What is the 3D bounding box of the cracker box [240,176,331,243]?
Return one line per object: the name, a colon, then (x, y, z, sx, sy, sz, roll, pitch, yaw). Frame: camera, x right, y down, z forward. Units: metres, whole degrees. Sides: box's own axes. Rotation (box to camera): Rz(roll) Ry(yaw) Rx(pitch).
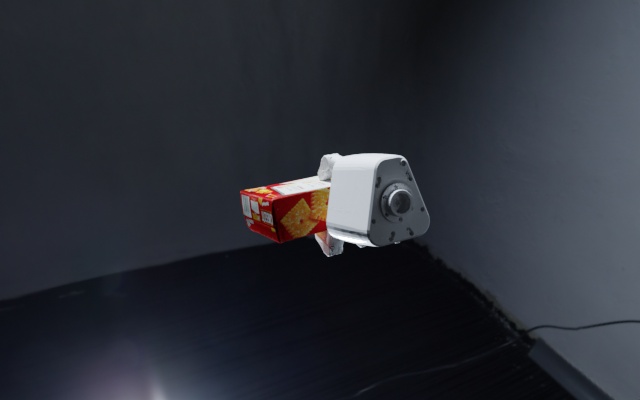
cracker box: (0.000, 0.002, 0.756, 0.213, 0.072, 0.164, -12, 9, -24)
